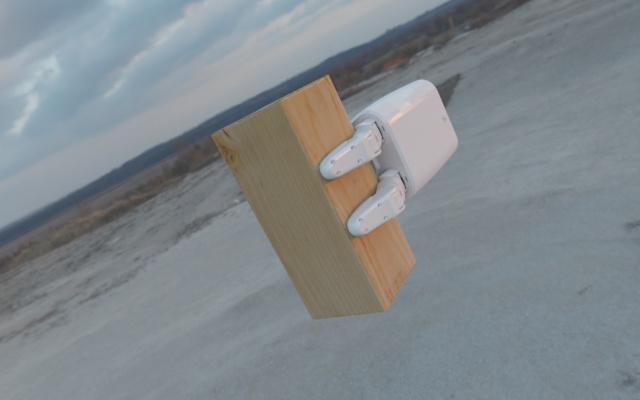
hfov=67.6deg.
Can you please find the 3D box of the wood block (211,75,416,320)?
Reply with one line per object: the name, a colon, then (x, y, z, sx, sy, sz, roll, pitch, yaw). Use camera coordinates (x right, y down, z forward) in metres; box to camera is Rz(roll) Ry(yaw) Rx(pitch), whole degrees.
wood block: (0.000, 0.001, 0.459, 0.091, 0.206, 0.090, -17, 17, 37)
